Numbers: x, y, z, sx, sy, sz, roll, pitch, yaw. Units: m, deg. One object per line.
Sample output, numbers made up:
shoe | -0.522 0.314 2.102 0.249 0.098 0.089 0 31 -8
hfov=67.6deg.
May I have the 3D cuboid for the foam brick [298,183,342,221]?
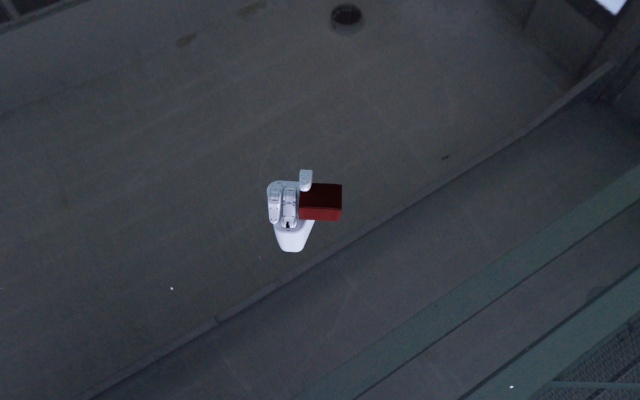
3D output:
foam brick | 0.000 0.003 0.869 0.078 0.053 0.051 3 -28 2
